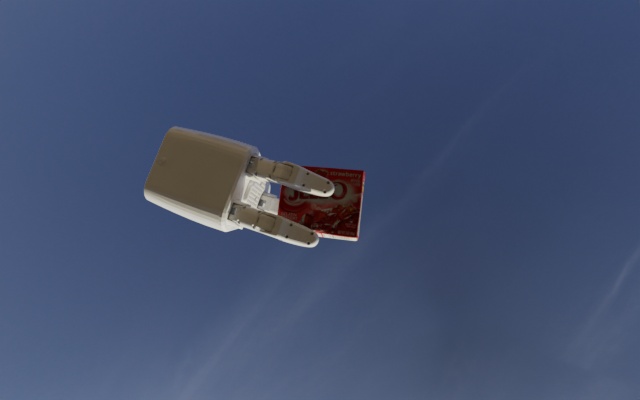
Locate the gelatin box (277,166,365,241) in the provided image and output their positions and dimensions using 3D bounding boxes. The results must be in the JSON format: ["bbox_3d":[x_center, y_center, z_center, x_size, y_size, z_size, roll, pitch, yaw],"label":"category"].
[{"bbox_3d":[0.000,0.002,0.515,0.089,0.073,0.030,6,-10,7],"label":"gelatin box"}]
